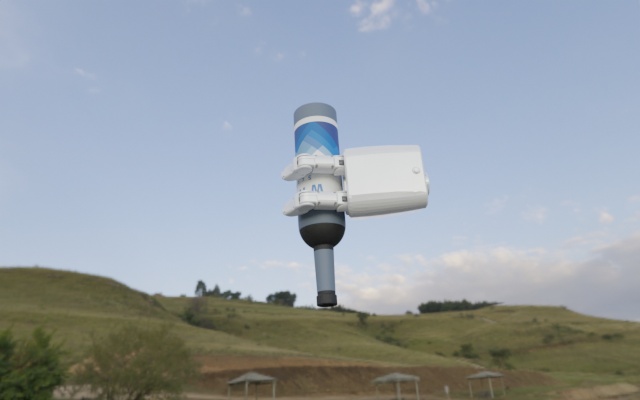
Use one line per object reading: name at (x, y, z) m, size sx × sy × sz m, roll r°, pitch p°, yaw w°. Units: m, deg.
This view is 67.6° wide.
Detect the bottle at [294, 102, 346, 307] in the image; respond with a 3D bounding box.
bottle at (0.000, 0.002, 0.682) m, size 0.069 × 0.295 × 0.069 m, roll -3°, pitch -23°, yaw -1°
